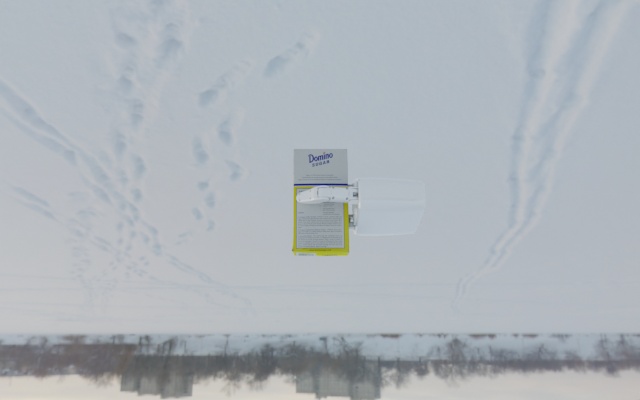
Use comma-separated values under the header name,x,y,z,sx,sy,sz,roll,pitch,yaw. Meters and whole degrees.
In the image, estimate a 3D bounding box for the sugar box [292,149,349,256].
name,x,y,z,sx,sy,sz,roll,pitch,yaw
sugar box,0.000,0.003,0.798,0.093,0.176,0.048,1,-16,-1
